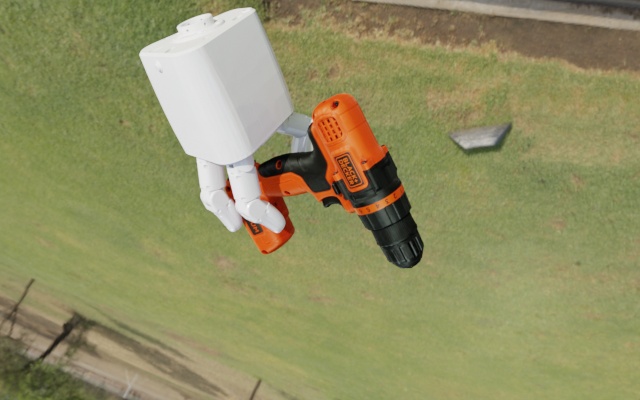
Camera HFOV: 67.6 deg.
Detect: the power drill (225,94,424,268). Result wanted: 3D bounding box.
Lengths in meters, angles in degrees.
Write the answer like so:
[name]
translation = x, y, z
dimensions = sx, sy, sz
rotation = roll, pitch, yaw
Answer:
[power drill]
translation = 0.000, 0.002, 0.503
dimensions = 0.188, 0.184, 0.057
rotation = -19, 13, 37
